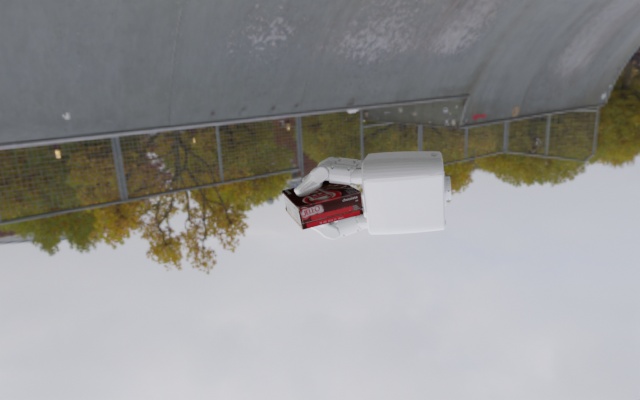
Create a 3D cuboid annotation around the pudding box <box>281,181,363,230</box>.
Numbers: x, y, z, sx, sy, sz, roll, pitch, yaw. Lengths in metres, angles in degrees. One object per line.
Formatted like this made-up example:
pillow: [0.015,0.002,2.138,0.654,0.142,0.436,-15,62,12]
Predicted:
pudding box: [0.000,0.002,0.686,0.090,0.039,0.113,-13,13,-14]
